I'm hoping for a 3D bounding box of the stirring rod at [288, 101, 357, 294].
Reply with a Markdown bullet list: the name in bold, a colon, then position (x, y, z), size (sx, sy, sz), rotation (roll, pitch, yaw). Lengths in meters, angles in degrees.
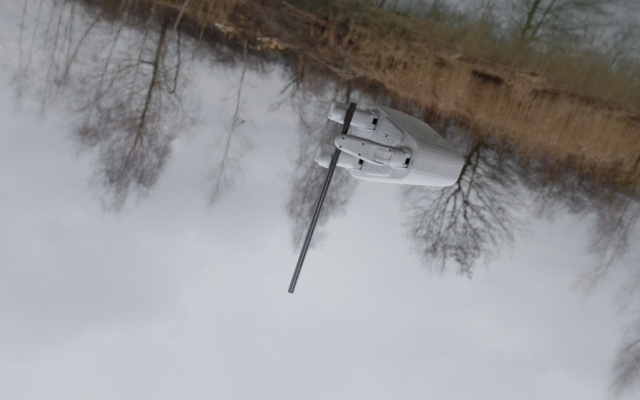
- **stirring rod**: position (0.000, 0.002, 0.560), size (0.011, 0.239, 0.011), rotation (17, 14, -4)
